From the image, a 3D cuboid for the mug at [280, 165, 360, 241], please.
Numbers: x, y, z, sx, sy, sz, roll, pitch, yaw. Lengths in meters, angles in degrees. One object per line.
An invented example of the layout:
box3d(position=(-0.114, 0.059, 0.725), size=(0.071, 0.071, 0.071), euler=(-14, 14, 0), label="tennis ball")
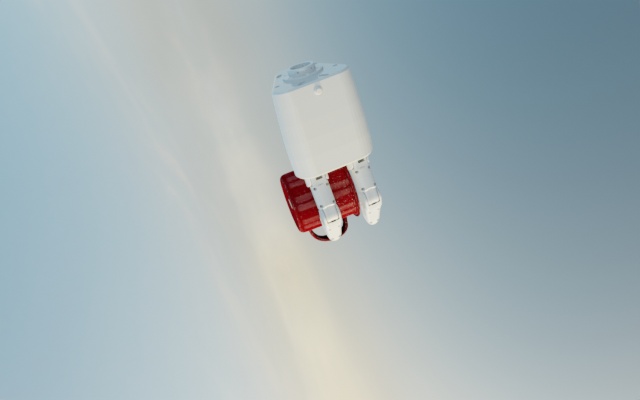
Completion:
box3d(position=(0.000, 0.003, 0.635), size=(0.081, 0.117, 0.093), euler=(-21, 27, -8), label="mug")
